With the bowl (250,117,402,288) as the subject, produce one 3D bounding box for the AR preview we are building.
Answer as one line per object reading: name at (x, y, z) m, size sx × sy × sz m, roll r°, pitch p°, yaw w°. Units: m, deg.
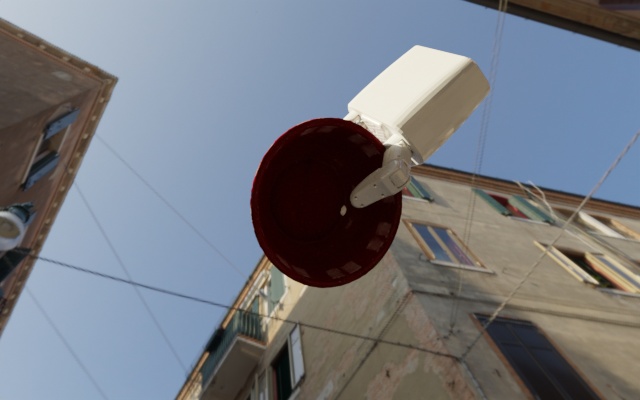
bowl at (-0.001, 0.002, 0.473) m, size 0.162 × 0.162 × 0.055 m, roll 0°, pitch 3°, yaw -27°
